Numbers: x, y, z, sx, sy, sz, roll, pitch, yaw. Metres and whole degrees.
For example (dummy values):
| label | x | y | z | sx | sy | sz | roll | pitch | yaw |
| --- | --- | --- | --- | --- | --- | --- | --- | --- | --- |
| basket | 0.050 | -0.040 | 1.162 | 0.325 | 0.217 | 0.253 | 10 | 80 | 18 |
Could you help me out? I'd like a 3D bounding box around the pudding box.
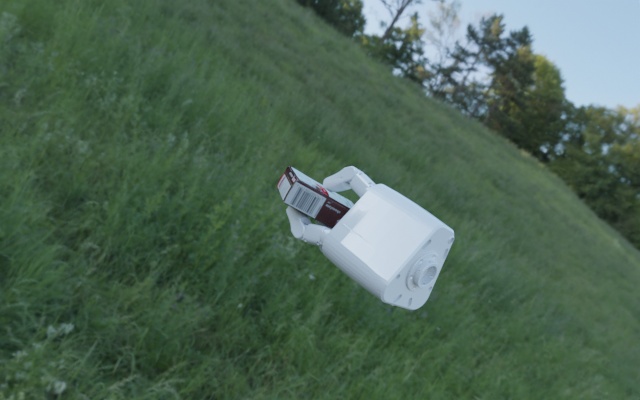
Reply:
| label | x | y | z | sx | sy | sz | roll | pitch | yaw |
| --- | --- | --- | --- | --- | --- | --- | --- | --- | --- |
| pudding box | 0.000 | 0.002 | 0.648 | 0.113 | 0.039 | 0.090 | 31 | 7 | -17 |
